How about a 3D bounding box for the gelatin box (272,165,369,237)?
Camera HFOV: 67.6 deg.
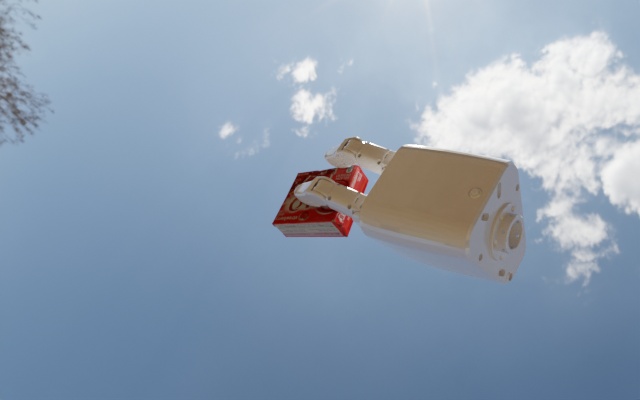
[{"bbox_3d":[0.000,0.002,0.510,0.089,0.073,0.030,-5,-40,41],"label":"gelatin box"}]
